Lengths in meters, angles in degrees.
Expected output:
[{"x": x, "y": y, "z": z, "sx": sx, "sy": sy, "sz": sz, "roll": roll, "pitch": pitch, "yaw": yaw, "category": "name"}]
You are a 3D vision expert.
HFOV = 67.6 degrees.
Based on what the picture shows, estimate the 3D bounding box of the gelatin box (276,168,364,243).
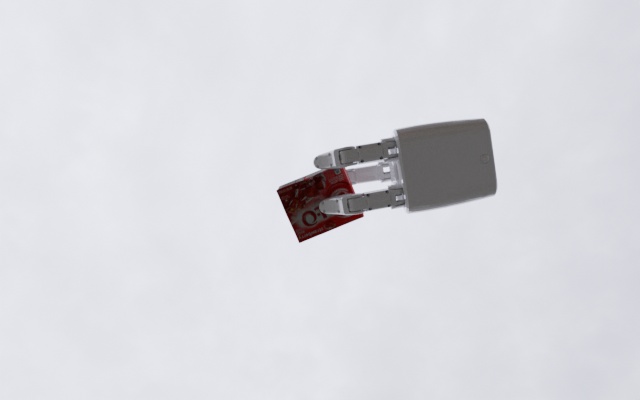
[{"x": 0.000, "y": 0.002, "z": 0.593, "sx": 0.089, "sy": 0.073, "sz": 0.030, "roll": -22, "pitch": 10, "yaw": 7, "category": "gelatin box"}]
